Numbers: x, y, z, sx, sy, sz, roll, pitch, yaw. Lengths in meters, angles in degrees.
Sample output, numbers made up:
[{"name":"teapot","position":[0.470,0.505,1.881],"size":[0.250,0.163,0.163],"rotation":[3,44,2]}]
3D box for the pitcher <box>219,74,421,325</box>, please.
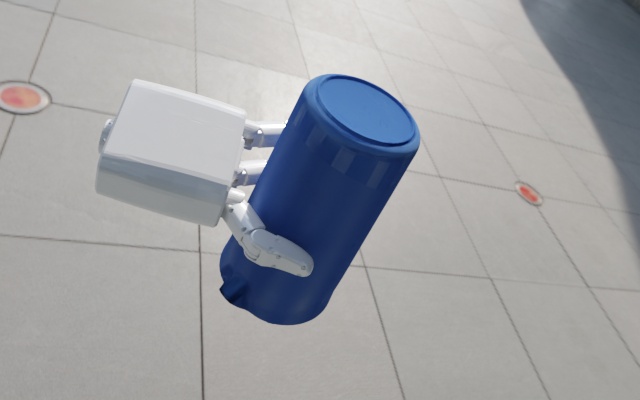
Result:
[{"name":"pitcher","position":[0.000,0.002,0.473],"size":[0.145,0.149,0.243],"rotation":[17,-48,-14]}]
